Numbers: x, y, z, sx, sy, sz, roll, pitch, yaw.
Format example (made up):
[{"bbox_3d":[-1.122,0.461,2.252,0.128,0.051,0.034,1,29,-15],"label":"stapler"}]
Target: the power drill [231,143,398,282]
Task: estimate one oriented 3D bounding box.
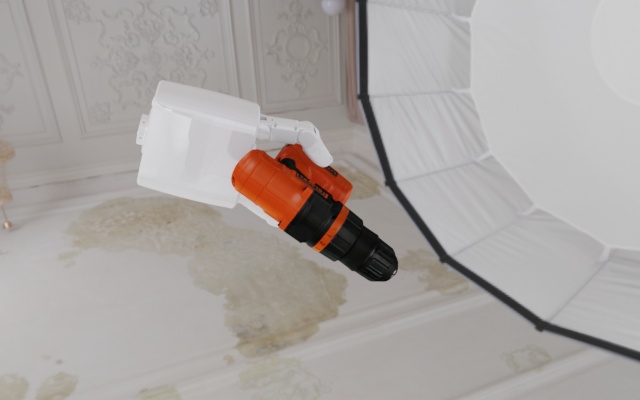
[{"bbox_3d":[0.000,0.001,0.522,0.184,0.057,0.187,38,10,-7],"label":"power drill"}]
